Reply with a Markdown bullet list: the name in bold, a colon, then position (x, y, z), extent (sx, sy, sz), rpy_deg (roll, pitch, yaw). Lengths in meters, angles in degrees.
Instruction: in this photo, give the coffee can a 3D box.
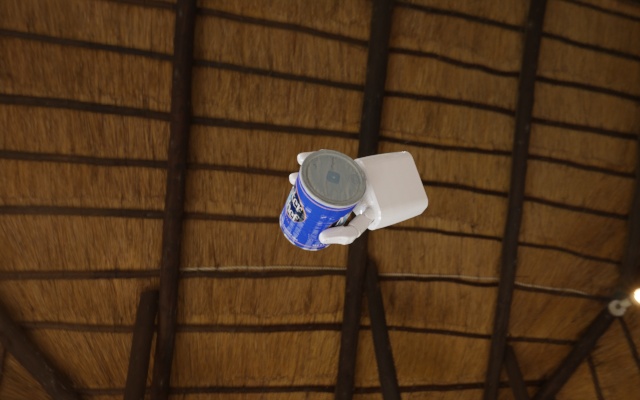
- **coffee can**: position (0.000, 0.002, 0.758), extent (0.103, 0.102, 0.140), rpy_deg (0, -33, -20)
